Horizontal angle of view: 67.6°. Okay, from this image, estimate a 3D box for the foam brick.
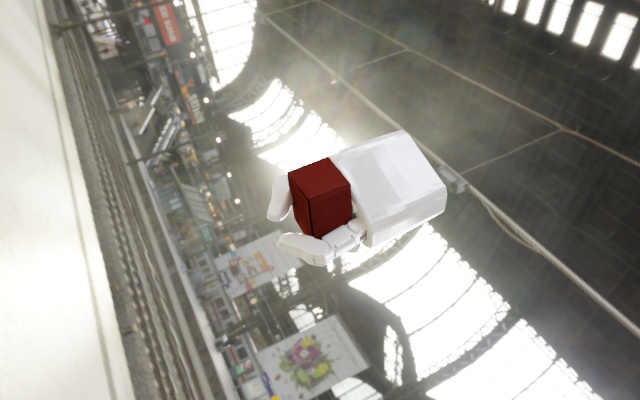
[{"bbox_3d":[0.000,0.002,0.523,0.051,0.078,0.053,-22,49,-15],"label":"foam brick"}]
